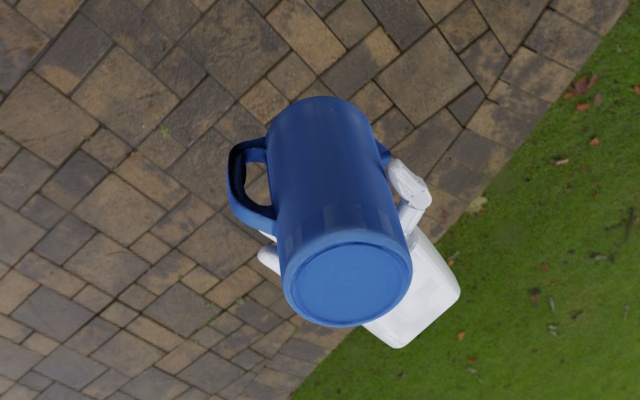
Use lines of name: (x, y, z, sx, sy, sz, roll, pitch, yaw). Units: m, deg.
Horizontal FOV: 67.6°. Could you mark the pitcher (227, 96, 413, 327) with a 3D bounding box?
pitcher: (0.000, 0.002, 0.476, 0.149, 0.145, 0.242, -35, 31, 16)
